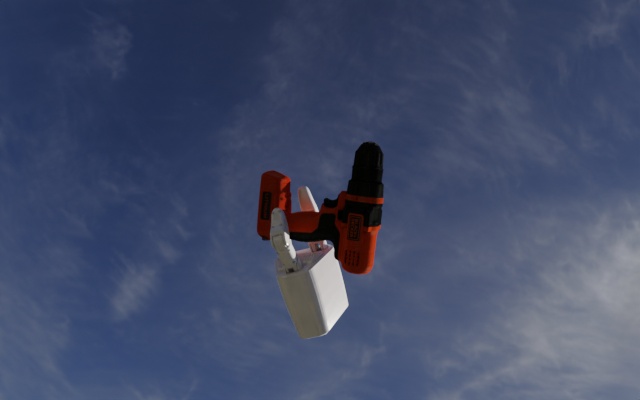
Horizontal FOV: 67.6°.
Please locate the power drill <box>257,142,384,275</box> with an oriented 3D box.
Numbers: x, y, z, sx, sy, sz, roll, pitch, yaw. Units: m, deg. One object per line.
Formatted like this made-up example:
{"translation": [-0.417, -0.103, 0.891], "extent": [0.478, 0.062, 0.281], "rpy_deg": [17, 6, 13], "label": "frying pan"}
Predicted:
{"translation": [0.000, 0.002, 0.692], "extent": [0.187, 0.184, 0.057], "rpy_deg": [9, 4, 29], "label": "power drill"}
